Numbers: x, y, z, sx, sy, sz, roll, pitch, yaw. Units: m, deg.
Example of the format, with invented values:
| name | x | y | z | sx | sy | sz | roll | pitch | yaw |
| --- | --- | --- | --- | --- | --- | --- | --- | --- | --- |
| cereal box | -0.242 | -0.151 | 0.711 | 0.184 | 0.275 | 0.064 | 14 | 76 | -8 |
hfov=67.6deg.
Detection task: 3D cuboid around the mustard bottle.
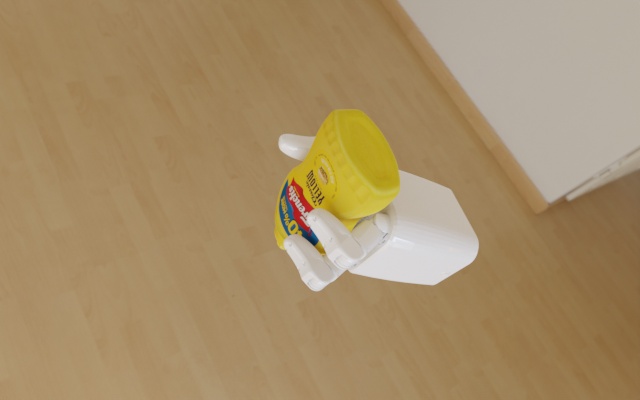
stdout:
| name | x | y | z | sx | sy | sz | roll | pitch | yaw |
| --- | --- | --- | --- | --- | --- | --- | --- | --- | --- |
| mustard bottle | 0.000 | 0.001 | 0.487 | 0.058 | 0.096 | 0.192 | -10 | -25 | -35 |
